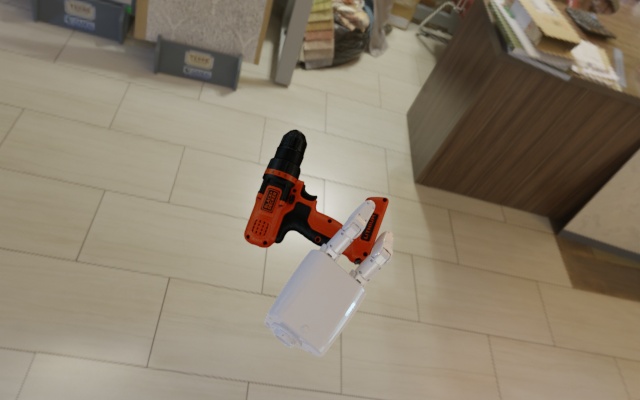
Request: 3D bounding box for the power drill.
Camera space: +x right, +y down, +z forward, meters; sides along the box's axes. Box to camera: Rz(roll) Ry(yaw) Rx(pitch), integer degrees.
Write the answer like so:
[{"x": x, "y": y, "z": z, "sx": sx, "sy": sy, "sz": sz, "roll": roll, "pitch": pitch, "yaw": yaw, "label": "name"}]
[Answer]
[{"x": 0.000, "y": 0.003, "z": 0.702, "sx": 0.187, "sy": 0.184, "sz": 0.057, "roll": 19, "pitch": -10, "yaw": 4, "label": "power drill"}]
